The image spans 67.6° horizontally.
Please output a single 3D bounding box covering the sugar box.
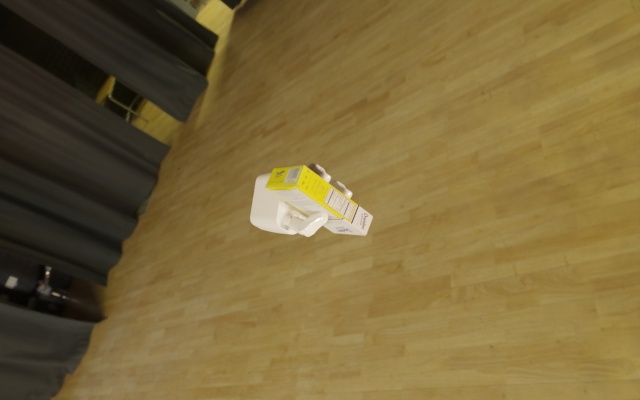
[{"bbox_3d":[0.000,0.002,0.831,0.176,0.048,0.093,33,-20,-35],"label":"sugar box"}]
